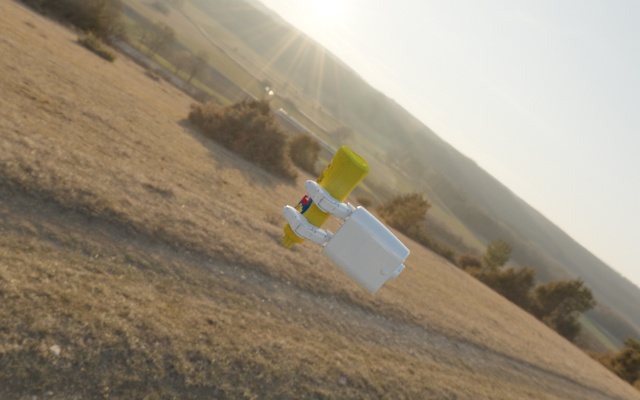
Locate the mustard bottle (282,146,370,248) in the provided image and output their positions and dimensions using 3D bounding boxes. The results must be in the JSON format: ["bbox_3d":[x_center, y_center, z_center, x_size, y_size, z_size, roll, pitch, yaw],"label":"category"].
[{"bbox_3d":[0.000,0.002,0.781,0.058,0.192,0.096,35,14,-14],"label":"mustard bottle"}]
